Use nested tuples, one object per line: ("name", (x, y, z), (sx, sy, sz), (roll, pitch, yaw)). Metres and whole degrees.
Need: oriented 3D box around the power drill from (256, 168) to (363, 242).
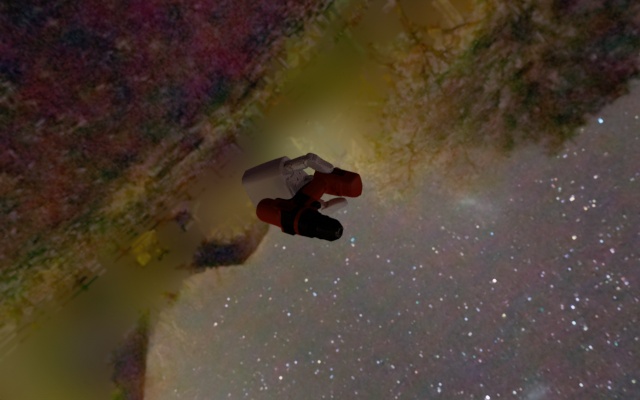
("power drill", (0.000, 0.003, 0.897), (0.184, 0.057, 0.187), (16, 36, 32))
